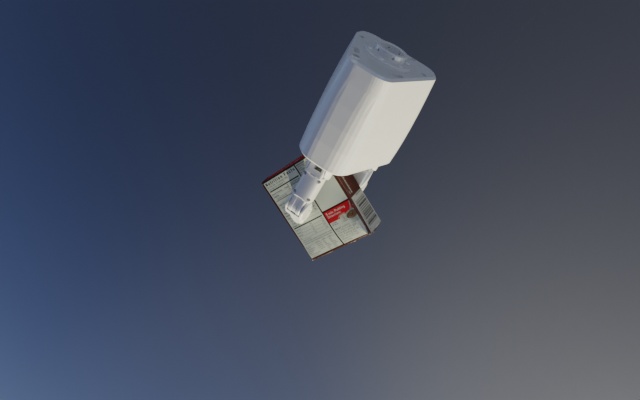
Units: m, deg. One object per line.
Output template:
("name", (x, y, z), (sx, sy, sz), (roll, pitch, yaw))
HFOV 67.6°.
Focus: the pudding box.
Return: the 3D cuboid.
("pudding box", (0.000, 0.002, 0.542), (0.090, 0.113, 0.039), (-28, 7, 32))
